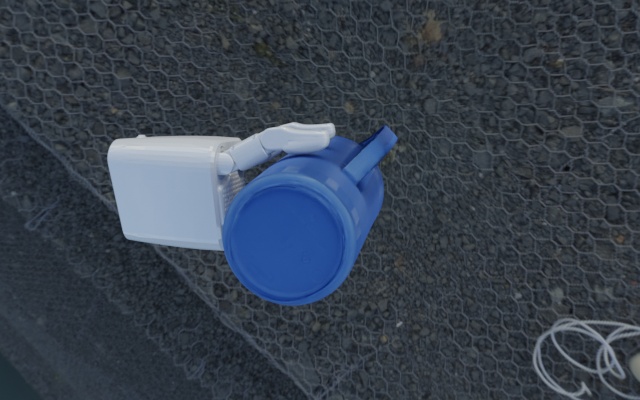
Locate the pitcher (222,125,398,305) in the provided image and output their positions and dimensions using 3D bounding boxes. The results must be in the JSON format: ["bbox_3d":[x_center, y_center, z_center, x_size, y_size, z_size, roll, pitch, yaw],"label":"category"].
[{"bbox_3d":[0.000,0.002,0.476,0.145,0.149,0.242,3,12,8],"label":"pitcher"}]
